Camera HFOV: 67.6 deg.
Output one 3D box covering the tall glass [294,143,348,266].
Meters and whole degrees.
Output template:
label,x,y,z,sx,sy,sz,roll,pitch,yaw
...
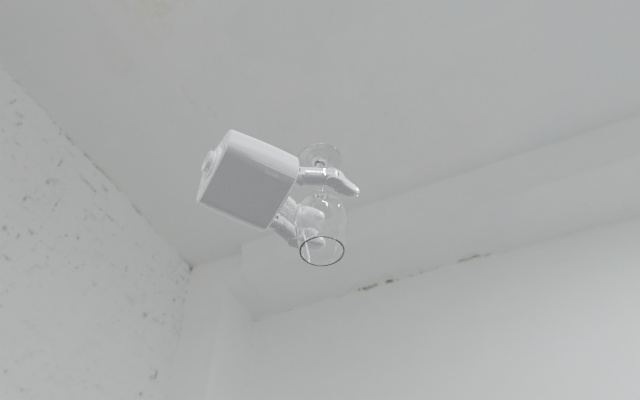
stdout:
label,x,y,z,sx,sy,sz,roll,pitch,yaw
tall glass,0.000,0.002,0.719,0.079,0.079,0.200,0,43,-2
